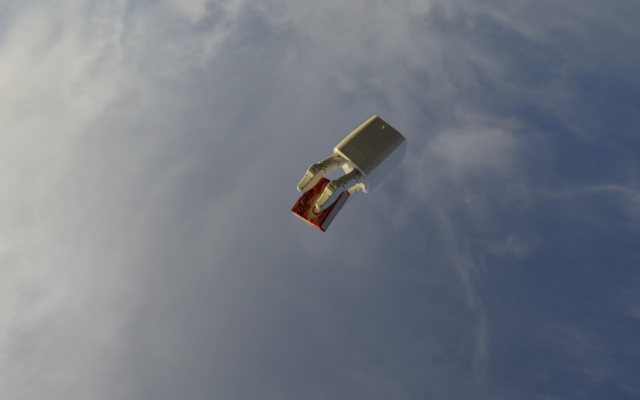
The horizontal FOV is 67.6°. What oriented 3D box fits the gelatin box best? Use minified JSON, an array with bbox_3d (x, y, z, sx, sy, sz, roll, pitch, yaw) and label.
[{"bbox_3d":[0.000,0.003,0.884,0.073,0.089,0.030,29,-10,30],"label":"gelatin box"}]
